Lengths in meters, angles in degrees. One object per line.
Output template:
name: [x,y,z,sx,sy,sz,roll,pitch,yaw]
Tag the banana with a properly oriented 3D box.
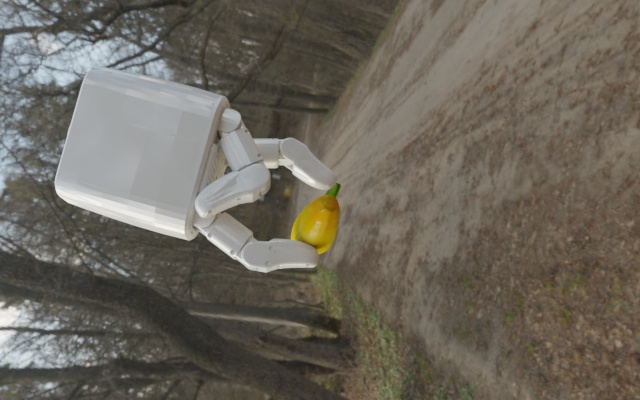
banana: [-0.005,0.019,0.443,0.037,0.069,0.198,16,6,-1]
